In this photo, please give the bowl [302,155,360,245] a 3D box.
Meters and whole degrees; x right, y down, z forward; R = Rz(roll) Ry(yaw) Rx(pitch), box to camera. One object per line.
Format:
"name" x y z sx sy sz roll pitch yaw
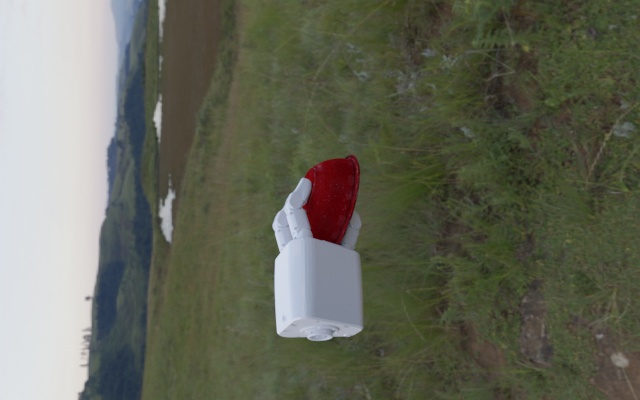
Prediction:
"bowl" 0.000 0.001 0.707 0.055 0.162 0.162 17 -4 -14
